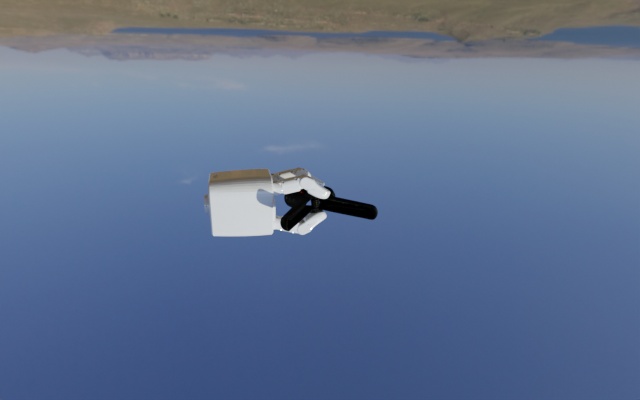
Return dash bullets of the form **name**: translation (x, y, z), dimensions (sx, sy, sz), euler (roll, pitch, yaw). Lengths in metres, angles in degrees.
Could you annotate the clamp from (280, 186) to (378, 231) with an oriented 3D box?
- **clamp**: translation (0.000, 0.003, 0.855), dimensions (0.164, 0.036, 0.210), euler (-4, 18, -10)
